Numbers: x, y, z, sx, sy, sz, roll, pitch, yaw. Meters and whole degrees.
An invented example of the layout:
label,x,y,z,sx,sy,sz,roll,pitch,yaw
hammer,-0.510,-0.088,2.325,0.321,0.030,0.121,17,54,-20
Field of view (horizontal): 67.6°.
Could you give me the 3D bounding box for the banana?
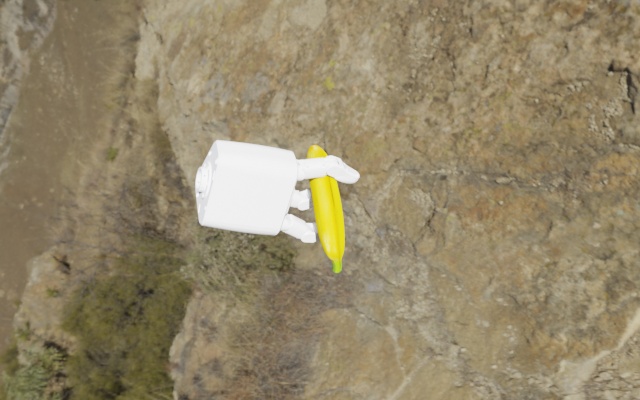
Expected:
label,x,y,z,sx,sy,sz,roll,pitch,yaw
banana,0.005,-0.002,0.668,0.037,0.197,0.070,-3,-21,-14
